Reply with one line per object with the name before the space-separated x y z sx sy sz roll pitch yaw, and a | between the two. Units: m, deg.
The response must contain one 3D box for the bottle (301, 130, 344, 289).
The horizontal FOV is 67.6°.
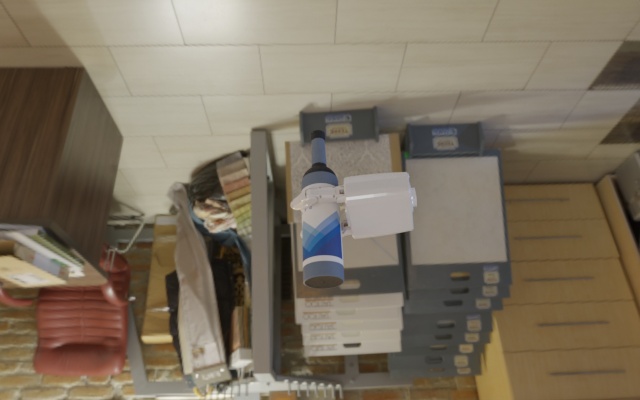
bottle | 0.000 0.003 0.837 0.069 0.295 0.069 -2 -29 -1
